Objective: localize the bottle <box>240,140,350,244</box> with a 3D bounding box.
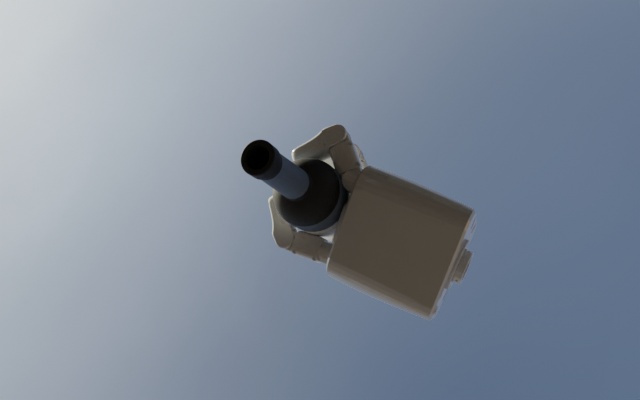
[{"bbox_3d":[0.000,0.002,0.478,0.069,0.069,0.296,0,-13,18],"label":"bottle"}]
